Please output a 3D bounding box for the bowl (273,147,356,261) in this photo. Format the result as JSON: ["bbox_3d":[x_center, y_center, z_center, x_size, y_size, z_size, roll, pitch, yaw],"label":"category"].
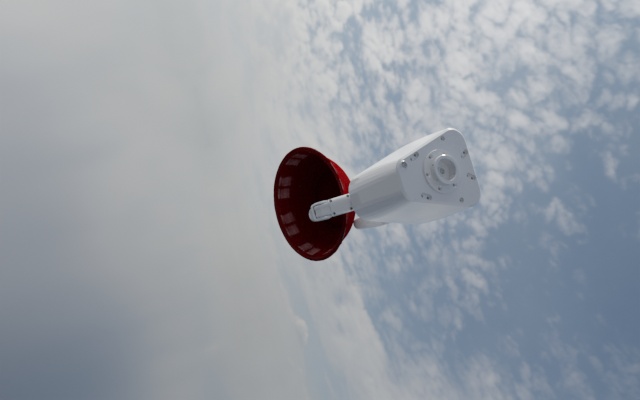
[{"bbox_3d":[0.000,0.002,0.684,0.055,0.162,0.162,-10,7,-40],"label":"bowl"}]
